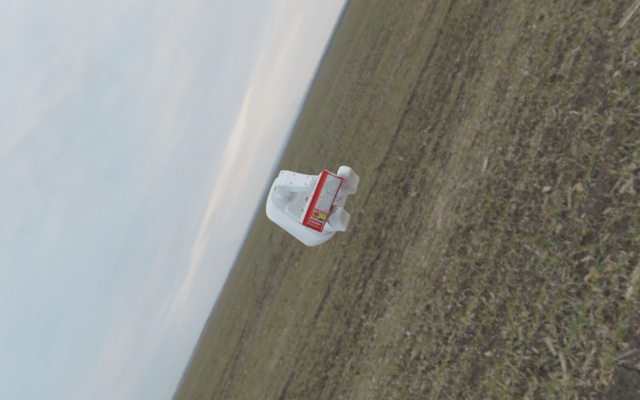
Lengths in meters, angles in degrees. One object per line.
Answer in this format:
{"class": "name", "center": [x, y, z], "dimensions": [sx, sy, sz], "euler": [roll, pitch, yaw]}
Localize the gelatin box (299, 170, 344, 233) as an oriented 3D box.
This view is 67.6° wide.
{"class": "gelatin box", "center": [0.000, 0.002, 0.620], "dimensions": [0.030, 0.073, 0.089], "euler": [23, -3, -3]}
